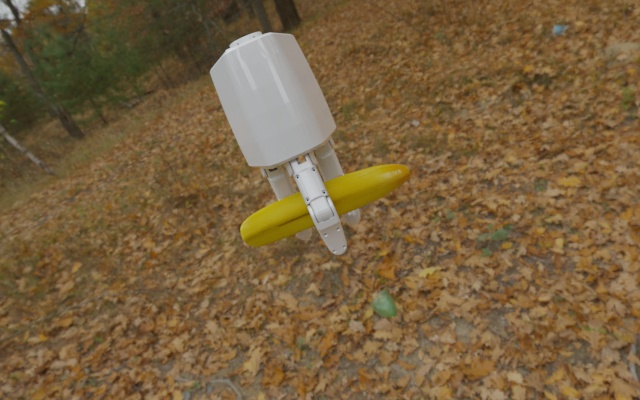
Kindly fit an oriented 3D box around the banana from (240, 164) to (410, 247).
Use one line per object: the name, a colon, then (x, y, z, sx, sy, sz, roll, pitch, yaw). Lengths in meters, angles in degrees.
banana: (-0.009, 0.006, 0.473, 0.198, 0.037, 0.069, -23, 2, 22)
